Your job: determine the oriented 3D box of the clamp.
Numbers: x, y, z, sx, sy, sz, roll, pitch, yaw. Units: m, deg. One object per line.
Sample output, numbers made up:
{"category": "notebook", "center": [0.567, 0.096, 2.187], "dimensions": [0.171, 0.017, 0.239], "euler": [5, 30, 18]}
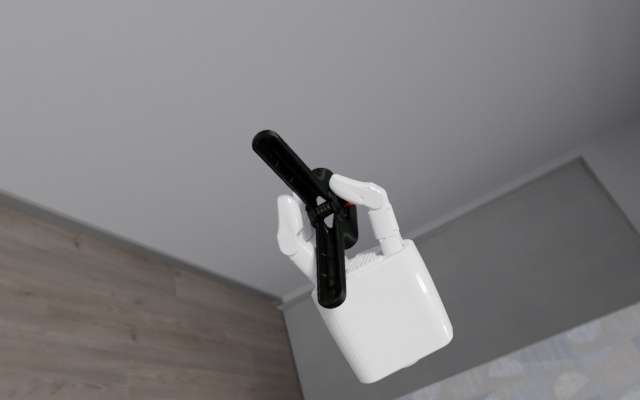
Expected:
{"category": "clamp", "center": [0.001, 0.001, 0.492], "dimensions": [0.036, 0.164, 0.210], "euler": [-23, 4, 16]}
